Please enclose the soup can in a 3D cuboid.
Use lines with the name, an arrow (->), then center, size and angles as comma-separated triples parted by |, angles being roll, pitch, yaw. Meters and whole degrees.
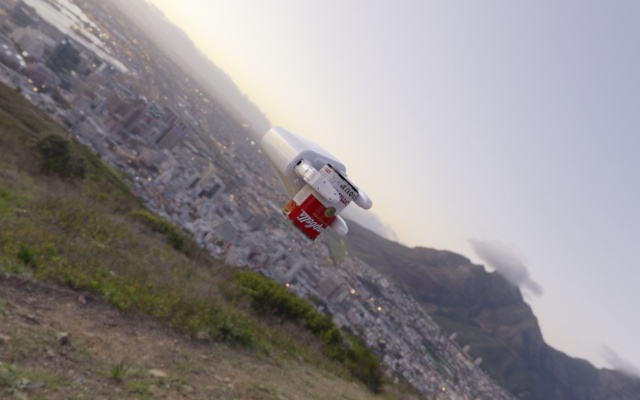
soup can -> 0.001, 0.002, 0.721 | 0.068, 0.102, 0.068 | 44, 2, -2
